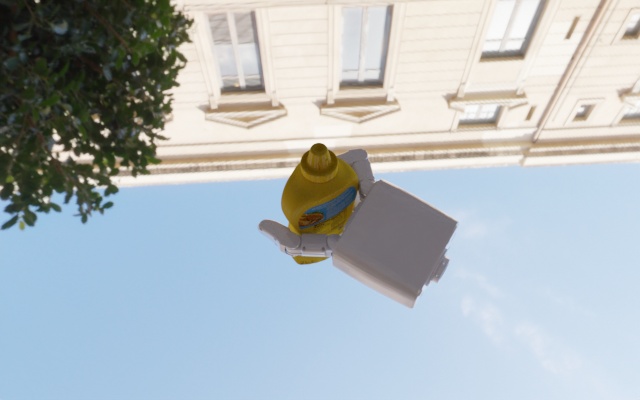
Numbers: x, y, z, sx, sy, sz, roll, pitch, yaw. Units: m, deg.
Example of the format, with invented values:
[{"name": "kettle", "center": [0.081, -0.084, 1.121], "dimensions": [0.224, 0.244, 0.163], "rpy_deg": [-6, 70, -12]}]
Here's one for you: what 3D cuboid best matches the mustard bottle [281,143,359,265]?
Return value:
[{"name": "mustard bottle", "center": [0.000, 0.002, 0.569], "dimensions": [0.096, 0.058, 0.192], "rpy_deg": [-27, -31, -17]}]
